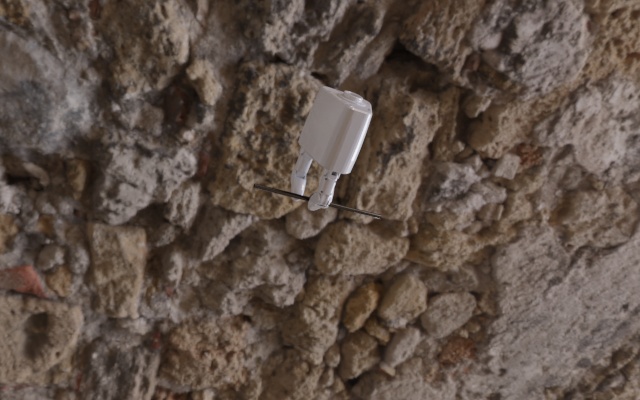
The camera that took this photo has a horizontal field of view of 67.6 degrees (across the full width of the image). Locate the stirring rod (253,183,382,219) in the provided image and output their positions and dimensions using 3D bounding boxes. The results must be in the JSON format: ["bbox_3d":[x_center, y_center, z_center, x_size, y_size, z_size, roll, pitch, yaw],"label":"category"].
[{"bbox_3d":[0.000,0.003,0.830,0.239,0.011,0.011,14,-5,-20],"label":"stirring rod"}]
